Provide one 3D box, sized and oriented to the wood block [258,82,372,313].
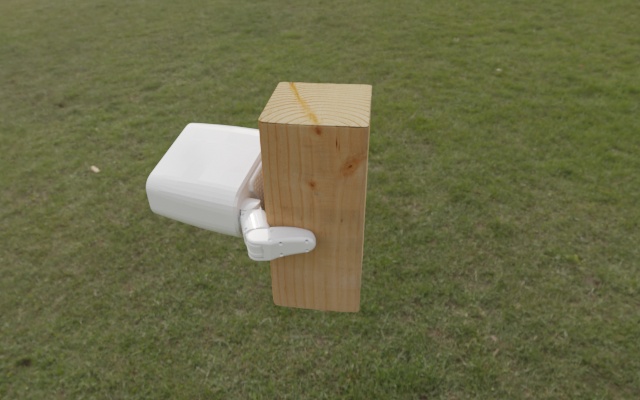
[{"bbox_3d":[0.000,0.002,0.464,0.090,0.206,0.090,4,35,7],"label":"wood block"}]
